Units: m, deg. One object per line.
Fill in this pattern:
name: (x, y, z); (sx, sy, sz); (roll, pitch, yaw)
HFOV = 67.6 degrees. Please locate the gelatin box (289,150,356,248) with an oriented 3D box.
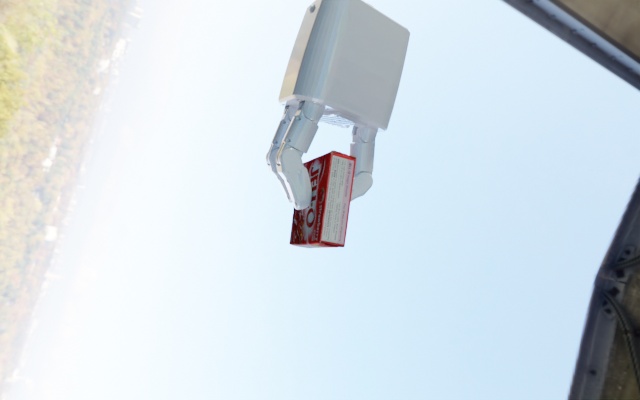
gelatin box: (0.000, 0.002, 0.468); (0.030, 0.089, 0.073); (12, -10, -25)
